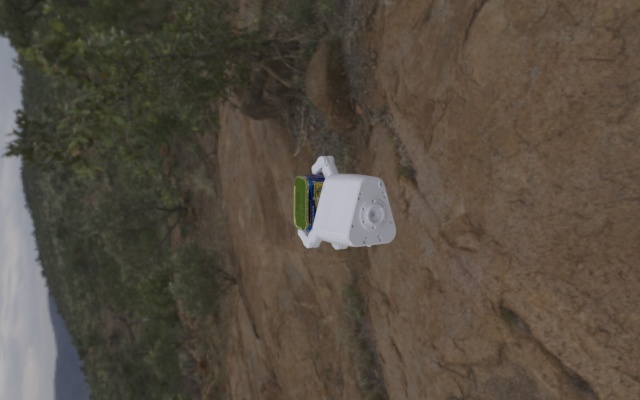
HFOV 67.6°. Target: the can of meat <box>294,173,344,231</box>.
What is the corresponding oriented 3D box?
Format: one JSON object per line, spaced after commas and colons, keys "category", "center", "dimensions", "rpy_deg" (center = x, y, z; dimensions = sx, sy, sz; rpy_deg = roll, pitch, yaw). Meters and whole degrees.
{"category": "can of meat", "center": [0.000, 0.003, 0.852], "dimensions": [0.084, 0.102, 0.057], "rpy_deg": [-3, 7, -28]}
